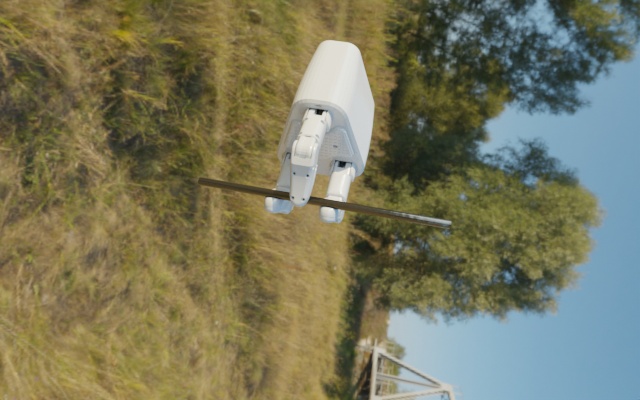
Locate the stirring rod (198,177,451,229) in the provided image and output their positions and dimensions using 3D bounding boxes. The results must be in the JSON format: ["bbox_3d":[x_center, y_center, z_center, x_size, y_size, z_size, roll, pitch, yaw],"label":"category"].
[{"bbox_3d":[0.000,0.001,0.448,0.239,0.011,0.011,10,1,8],"label":"stirring rod"}]
